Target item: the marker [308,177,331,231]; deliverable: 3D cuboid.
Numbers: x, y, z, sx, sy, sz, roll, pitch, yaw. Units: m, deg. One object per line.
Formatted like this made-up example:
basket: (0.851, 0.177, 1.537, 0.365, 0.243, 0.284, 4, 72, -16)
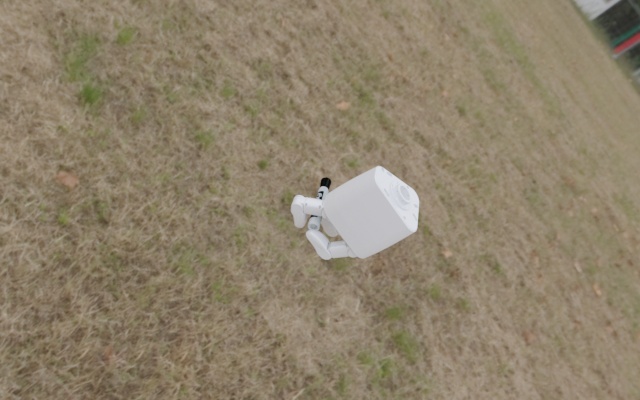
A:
marker: (0.000, 0.003, 0.799, 0.020, 0.020, 0.121, 0, 41, 15)
